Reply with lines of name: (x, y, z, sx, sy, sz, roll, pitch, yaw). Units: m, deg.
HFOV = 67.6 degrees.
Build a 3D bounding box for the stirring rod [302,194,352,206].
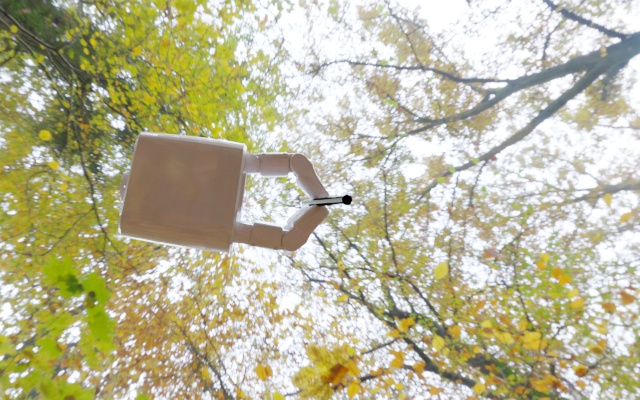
stirring rod: (0.000, 0.001, 0.466, 0.011, 0.011, 0.239, 0, -1, -9)
